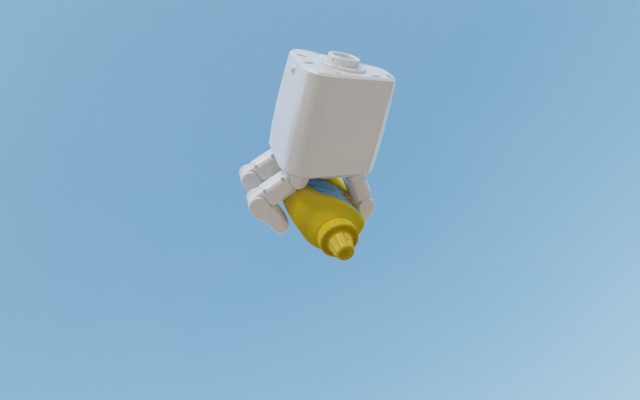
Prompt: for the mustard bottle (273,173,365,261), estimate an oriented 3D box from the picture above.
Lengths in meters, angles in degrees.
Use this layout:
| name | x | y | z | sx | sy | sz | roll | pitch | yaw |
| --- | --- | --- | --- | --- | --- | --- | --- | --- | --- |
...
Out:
| name | x | y | z | sx | sy | sz | roll | pitch | yaw |
| --- | --- | --- | --- | --- | --- | --- | --- | --- | --- |
| mustard bottle | 0.000 | 0.002 | 0.536 | 0.096 | 0.058 | 0.191 | 29 | 19 | -30 |
